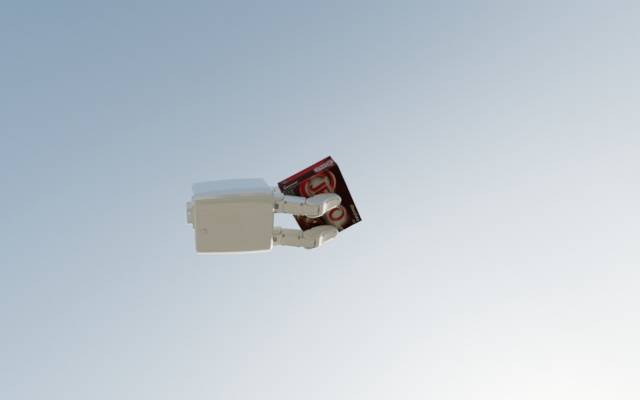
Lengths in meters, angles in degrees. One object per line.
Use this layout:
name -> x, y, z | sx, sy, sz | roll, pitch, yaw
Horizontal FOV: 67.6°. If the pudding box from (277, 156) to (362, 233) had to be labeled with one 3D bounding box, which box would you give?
pudding box -> 0.000, 0.002, 0.708 | 0.090, 0.114, 0.039 | -28, 35, -2
